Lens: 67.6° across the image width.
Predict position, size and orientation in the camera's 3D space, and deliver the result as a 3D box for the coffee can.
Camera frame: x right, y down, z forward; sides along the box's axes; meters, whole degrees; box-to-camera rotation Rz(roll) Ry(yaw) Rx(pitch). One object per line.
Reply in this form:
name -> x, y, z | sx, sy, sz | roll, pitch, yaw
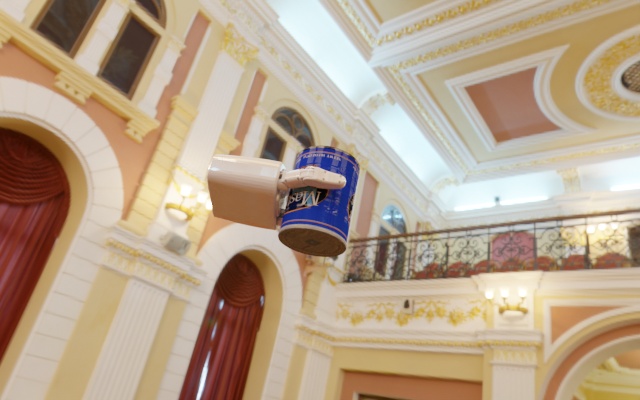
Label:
coffee can -> 0.000, 0.003, 0.731 | 0.103, 0.140, 0.103 | 10, -27, 5
